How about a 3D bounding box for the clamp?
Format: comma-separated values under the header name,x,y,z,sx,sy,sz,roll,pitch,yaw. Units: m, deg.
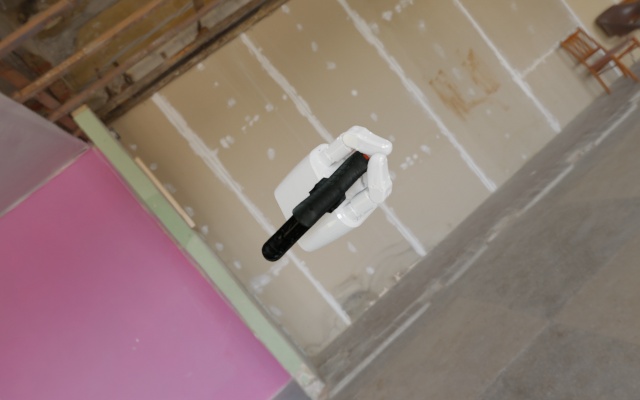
name,x,y,z,sx,sy,sz,roll,pitch,yaw
clamp,0.000,0.001,0.539,0.171,0.039,0.120,-41,2,-43
